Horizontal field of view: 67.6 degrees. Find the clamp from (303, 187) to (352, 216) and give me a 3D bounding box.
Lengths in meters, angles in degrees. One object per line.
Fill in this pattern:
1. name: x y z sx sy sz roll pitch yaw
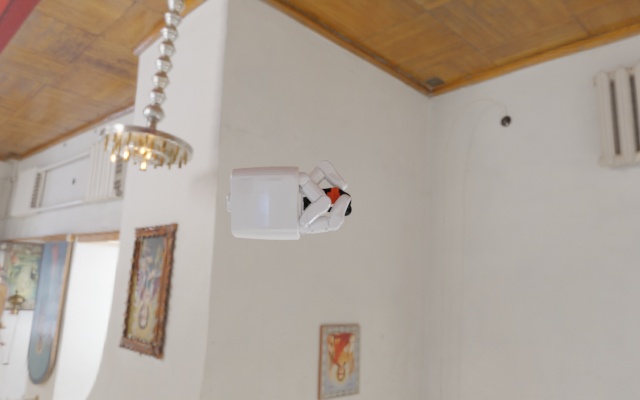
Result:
1. clamp: 0.000 0.003 0.852 0.120 0.039 0.171 -2 -11 0
